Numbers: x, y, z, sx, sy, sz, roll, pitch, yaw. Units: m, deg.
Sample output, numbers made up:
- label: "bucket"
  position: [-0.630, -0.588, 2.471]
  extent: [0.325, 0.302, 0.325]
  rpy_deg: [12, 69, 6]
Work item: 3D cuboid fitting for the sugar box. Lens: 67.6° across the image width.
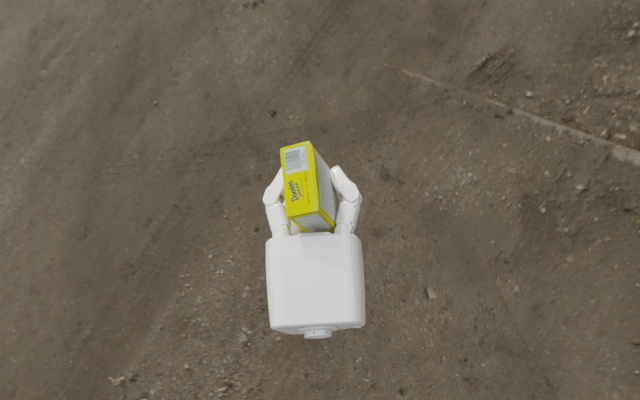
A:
- label: "sugar box"
  position: [0.000, 0.002, 0.631]
  extent: [0.048, 0.093, 0.176]
  rpy_deg: [-11, -22, 12]
